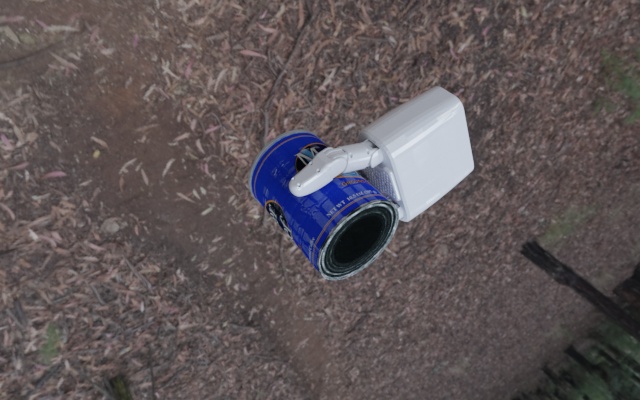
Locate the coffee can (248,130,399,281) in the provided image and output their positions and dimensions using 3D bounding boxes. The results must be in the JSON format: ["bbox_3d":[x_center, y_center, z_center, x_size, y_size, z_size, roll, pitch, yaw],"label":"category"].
[{"bbox_3d":[0.000,0.002,0.518,0.103,0.103,0.140,0,35,-45],"label":"coffee can"}]
